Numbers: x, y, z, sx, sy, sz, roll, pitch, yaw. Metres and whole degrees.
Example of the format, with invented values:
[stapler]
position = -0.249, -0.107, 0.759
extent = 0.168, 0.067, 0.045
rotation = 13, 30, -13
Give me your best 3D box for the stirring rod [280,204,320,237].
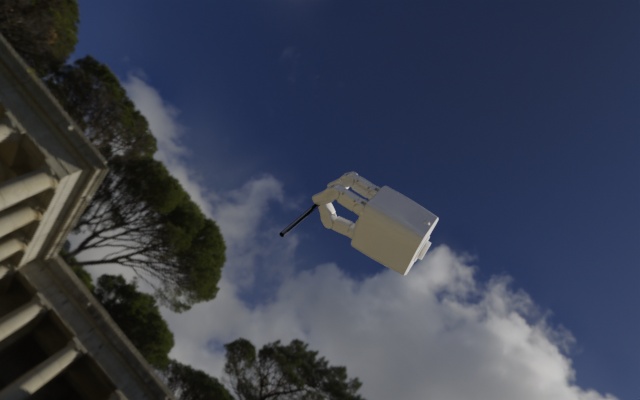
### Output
[stirring rod]
position = 0.000, 0.003, 0.812
extent = 0.011, 0.011, 0.239
rotation = 0, 24, 32
